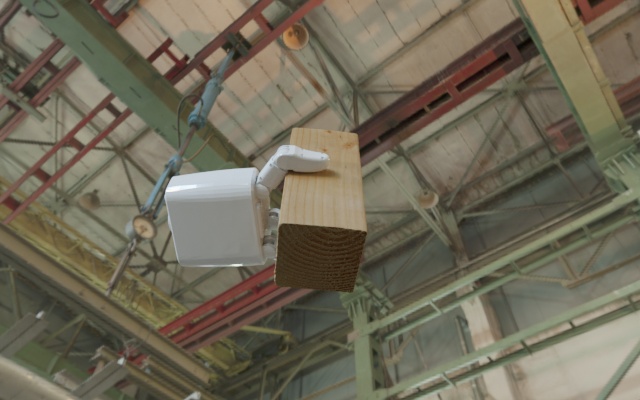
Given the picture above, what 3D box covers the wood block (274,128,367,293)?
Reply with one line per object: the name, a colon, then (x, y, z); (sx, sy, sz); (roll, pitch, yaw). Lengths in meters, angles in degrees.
wood block: (0.000, 0.002, 0.576); (0.090, 0.091, 0.206); (6, 36, -3)
